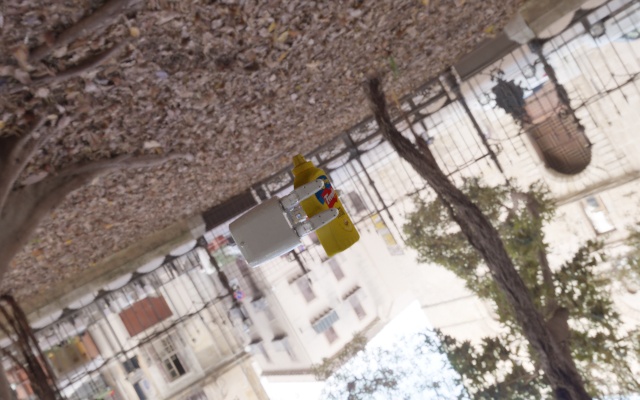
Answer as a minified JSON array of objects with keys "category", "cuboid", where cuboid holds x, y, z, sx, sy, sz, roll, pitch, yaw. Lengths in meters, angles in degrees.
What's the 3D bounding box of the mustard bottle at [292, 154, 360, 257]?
[{"category":"mustard bottle","cuboid":[0.001,0.003,0.870,0.058,0.191,0.096,-29,-1,29]}]
